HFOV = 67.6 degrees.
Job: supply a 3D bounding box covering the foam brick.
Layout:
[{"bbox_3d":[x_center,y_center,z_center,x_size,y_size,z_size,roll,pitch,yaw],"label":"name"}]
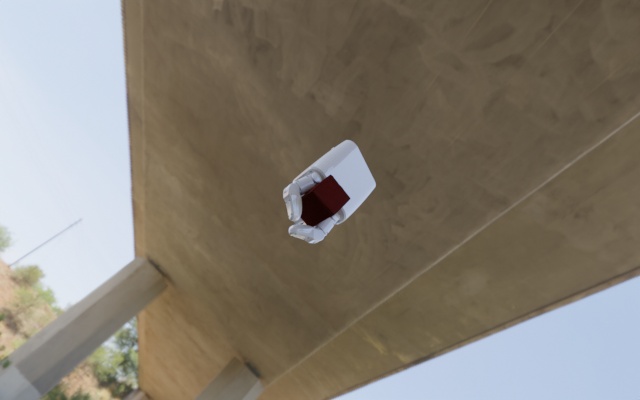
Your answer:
[{"bbox_3d":[0.000,0.003,0.778,0.051,0.053,0.078,-42,5,-35],"label":"foam brick"}]
